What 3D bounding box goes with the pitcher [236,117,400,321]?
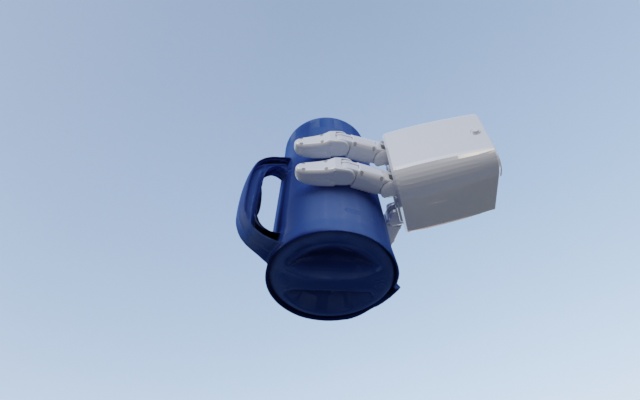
[{"bbox_3d":[0.000,0.002,0.555,0.145,0.149,0.242,-13,39,8],"label":"pitcher"}]
